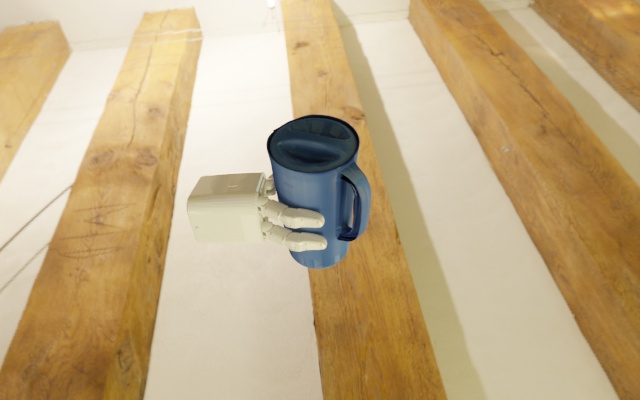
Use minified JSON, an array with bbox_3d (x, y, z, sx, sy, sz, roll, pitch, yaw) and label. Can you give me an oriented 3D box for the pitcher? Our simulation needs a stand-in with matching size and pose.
[{"bbox_3d":[0.000,0.002,0.751,0.145,0.149,0.243,-2,-45,2],"label":"pitcher"}]
